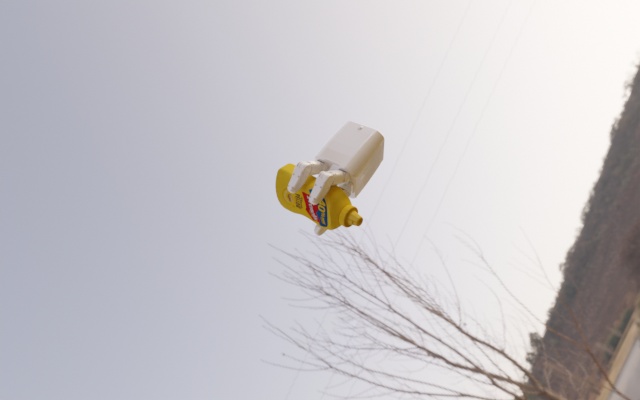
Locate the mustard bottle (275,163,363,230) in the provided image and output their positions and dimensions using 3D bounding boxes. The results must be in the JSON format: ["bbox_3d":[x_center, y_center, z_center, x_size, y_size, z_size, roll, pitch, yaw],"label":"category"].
[{"bbox_3d":[0.000,0.003,0.890,0.191,0.096,0.058,26,43,35],"label":"mustard bottle"}]
